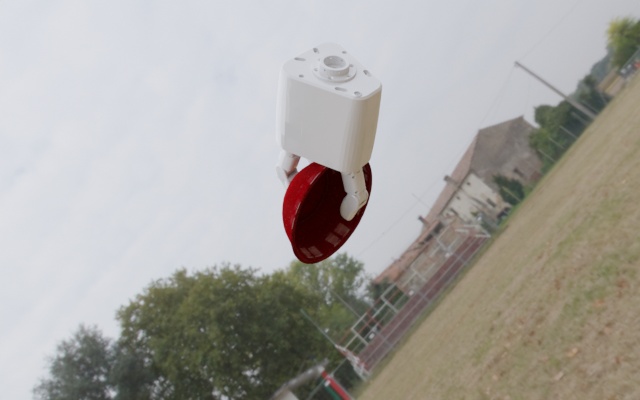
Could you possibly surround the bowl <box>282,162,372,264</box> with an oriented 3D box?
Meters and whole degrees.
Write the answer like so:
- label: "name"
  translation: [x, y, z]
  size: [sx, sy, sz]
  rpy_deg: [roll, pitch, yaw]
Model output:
- label: "bowl"
  translation: [0.000, 0.003, 0.643]
  size: [0.055, 0.162, 0.162]
  rpy_deg: [29, 16, 32]
